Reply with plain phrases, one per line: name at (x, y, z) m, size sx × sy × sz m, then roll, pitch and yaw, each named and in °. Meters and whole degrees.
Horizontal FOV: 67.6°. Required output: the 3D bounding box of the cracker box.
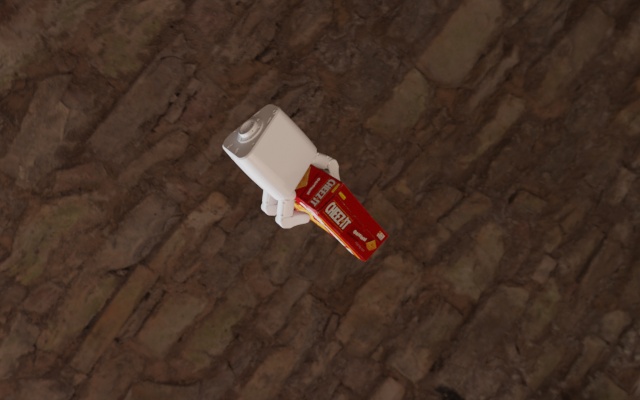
cracker box at (0.000, 0.003, 0.859) m, size 0.164 × 0.072 × 0.213 m, roll 46°, pitch -7°, yaw -40°
